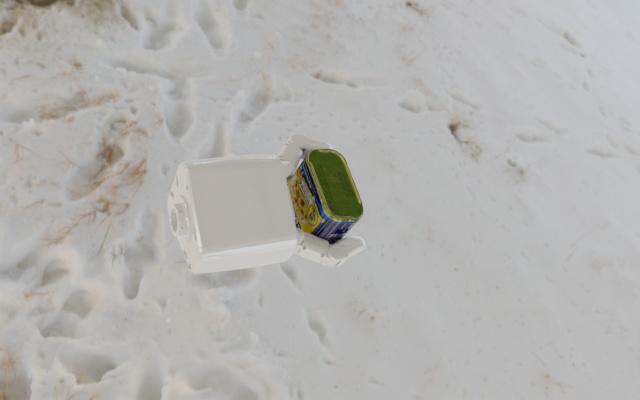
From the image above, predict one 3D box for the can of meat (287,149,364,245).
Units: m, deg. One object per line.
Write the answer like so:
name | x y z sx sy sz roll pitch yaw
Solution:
can of meat | 0.000 0.002 0.561 0.057 0.102 0.084 -3 -31 -31
